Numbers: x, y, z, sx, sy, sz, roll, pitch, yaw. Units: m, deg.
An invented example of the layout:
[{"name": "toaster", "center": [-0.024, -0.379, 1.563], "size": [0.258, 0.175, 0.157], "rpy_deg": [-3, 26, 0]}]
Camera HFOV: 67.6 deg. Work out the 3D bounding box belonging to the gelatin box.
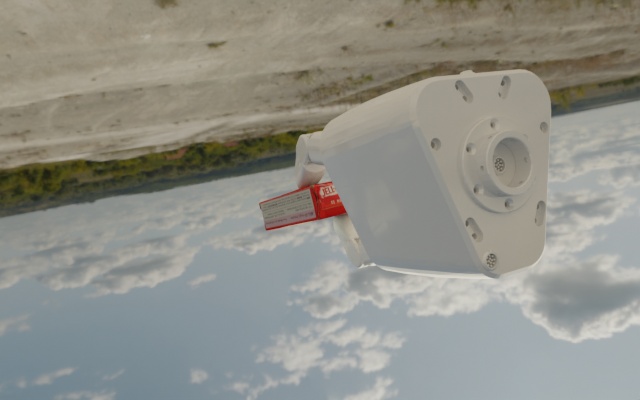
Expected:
[{"name": "gelatin box", "center": [0.000, 0.002, 0.418], "size": [0.073, 0.030, 0.089], "rpy_deg": [-12, -3, -36]}]
